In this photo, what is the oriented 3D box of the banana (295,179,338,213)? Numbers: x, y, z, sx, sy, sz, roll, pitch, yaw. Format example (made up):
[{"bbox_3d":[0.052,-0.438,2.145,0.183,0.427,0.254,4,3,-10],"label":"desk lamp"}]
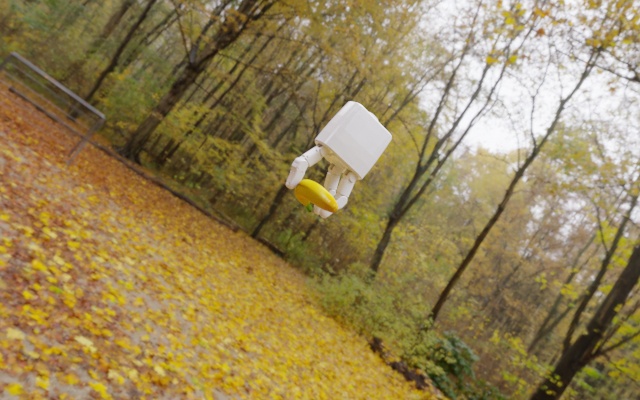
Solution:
[{"bbox_3d":[-0.014,-0.010,0.885,0.069,0.037,0.198,43,-8,-9],"label":"banana"}]
